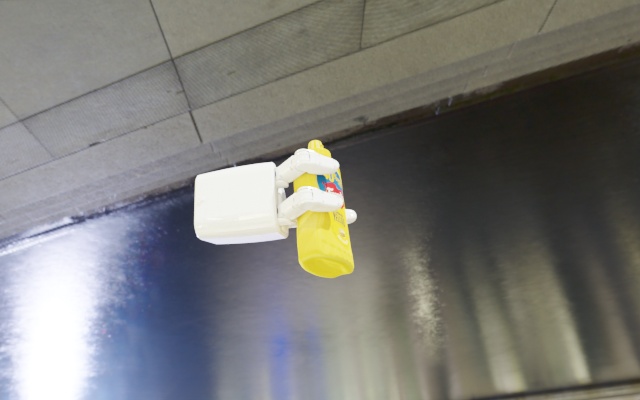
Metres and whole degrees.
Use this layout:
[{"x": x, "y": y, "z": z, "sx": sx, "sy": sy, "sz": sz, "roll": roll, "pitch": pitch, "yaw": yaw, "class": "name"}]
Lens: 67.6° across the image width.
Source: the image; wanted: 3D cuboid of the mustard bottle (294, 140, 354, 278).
[{"x": 0.000, "y": 0.002, "z": 0.648, "sx": 0.058, "sy": 0.191, "sz": 0.096, "roll": -20, "pitch": -30, "yaw": 24, "class": "mustard bottle"}]
